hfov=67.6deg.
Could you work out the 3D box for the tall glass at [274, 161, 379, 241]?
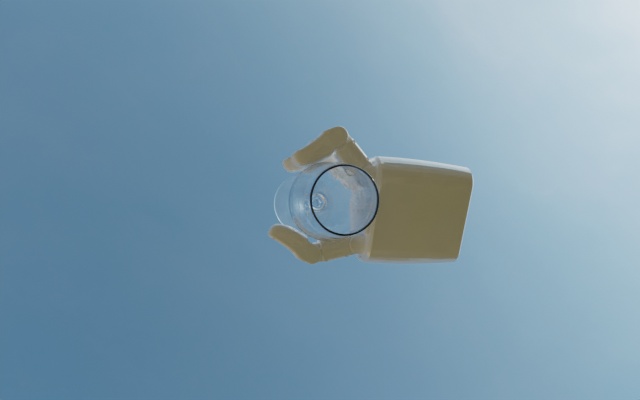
[{"bbox_3d":[0.000,0.002,0.503,0.079,0.079,0.201,0,-1,-12],"label":"tall glass"}]
